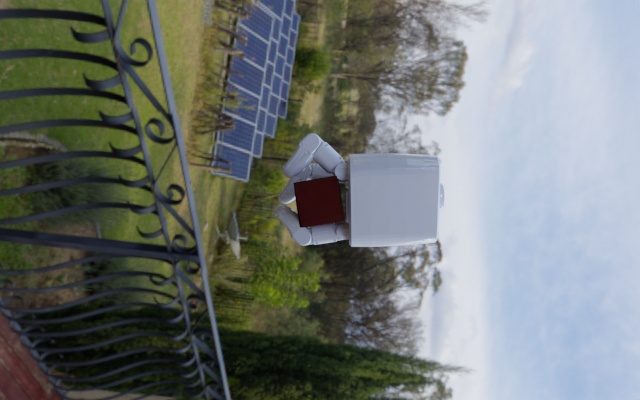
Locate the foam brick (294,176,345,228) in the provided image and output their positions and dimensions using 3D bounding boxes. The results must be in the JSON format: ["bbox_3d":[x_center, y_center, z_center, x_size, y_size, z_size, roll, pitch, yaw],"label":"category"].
[{"bbox_3d":[0.000,0.002,0.568,0.051,0.053,0.078,-9,-1,3],"label":"foam brick"}]
